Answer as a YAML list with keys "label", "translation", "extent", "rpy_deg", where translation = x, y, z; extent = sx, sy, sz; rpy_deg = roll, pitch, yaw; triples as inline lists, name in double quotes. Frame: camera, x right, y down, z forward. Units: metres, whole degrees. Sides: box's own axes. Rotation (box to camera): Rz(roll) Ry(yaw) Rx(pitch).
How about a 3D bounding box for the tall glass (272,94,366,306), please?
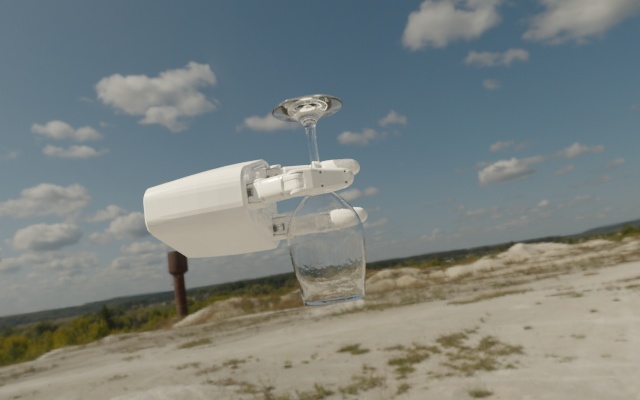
- label: "tall glass"
  translation: [0.000, 0.001, 0.483]
  extent: [0.079, 0.201, 0.079]
  rpy_deg: [-8, -8, -1]
